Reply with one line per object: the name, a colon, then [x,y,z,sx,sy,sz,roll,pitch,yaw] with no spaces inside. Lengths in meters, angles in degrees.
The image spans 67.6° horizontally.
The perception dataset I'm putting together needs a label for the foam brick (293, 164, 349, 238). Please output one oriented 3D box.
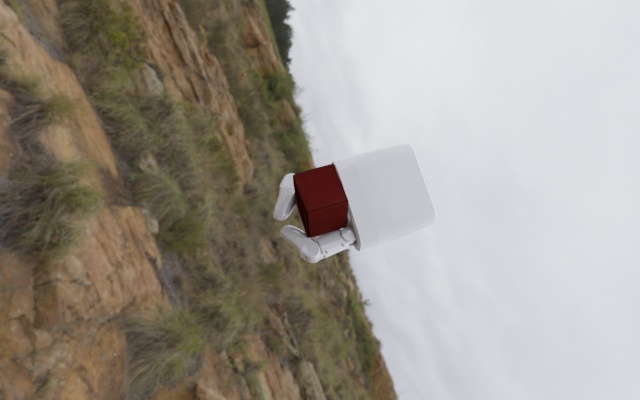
foam brick: [0.000,0.002,0.566,0.051,0.053,0.078,-16,-25,-7]
